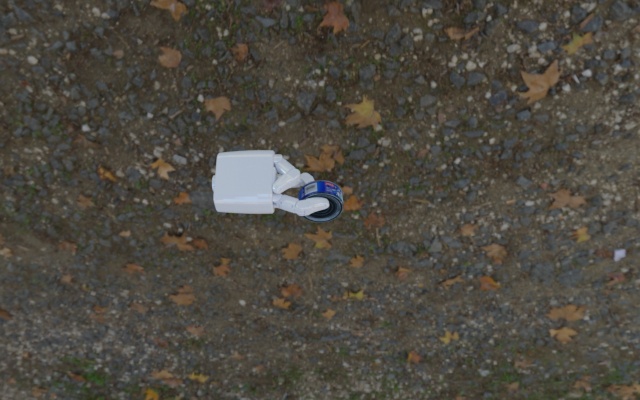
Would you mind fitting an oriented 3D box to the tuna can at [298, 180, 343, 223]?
[{"bbox_3d":[0.000,0.003,0.897,0.086,0.033,0.086,-2,-42,-2],"label":"tuna can"}]
